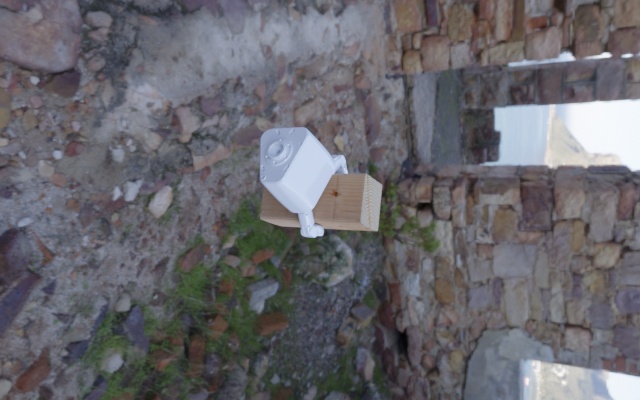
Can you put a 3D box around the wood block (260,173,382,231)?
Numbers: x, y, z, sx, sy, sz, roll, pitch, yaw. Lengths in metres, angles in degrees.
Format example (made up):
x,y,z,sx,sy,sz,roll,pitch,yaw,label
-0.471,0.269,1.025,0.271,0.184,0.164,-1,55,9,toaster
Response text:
x,y,z,sx,sy,sz,roll,pitch,yaw,label
0.000,0.003,0.896,0.206,0.091,0.090,2,-12,27,wood block
